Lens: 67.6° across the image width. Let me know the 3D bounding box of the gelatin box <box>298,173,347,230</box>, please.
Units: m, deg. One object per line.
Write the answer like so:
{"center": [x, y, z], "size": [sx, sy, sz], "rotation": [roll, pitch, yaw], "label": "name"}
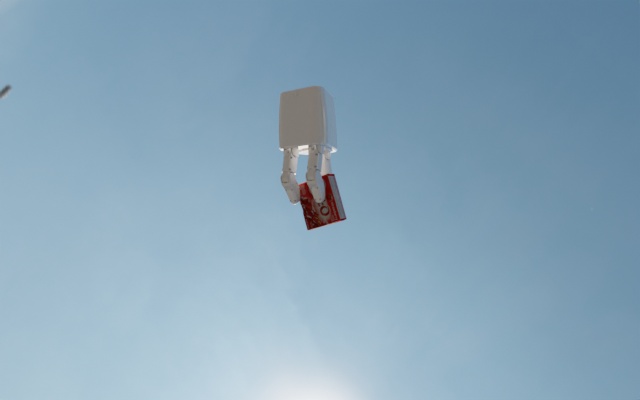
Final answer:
{"center": [0.000, 0.003, 0.874], "size": [0.073, 0.089, 0.030], "rotation": [-19, -6, 30], "label": "gelatin box"}
